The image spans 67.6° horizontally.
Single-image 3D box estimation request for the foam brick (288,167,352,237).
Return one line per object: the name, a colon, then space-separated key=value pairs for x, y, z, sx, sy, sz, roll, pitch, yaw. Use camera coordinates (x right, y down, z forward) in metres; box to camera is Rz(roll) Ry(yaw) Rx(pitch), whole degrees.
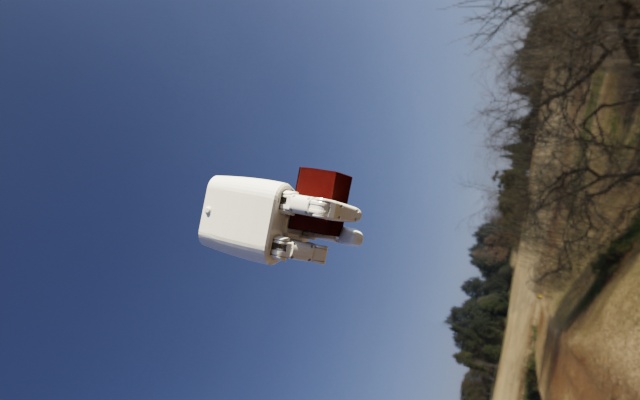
foam brick: x=0.000 y=0.002 z=0.583 sx=0.051 sy=0.078 sz=0.053 roll=10 pitch=-2 yaw=26
